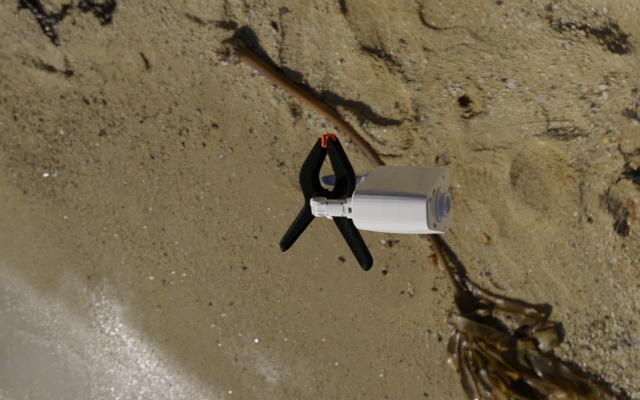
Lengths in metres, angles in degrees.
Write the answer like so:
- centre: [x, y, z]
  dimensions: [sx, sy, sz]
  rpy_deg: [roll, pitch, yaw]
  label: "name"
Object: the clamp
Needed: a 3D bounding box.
- centre: [0.000, 0.002, 0.745]
  dimensions: [0.164, 0.210, 0.036]
  rpy_deg: [1, 12, 28]
  label: "clamp"
